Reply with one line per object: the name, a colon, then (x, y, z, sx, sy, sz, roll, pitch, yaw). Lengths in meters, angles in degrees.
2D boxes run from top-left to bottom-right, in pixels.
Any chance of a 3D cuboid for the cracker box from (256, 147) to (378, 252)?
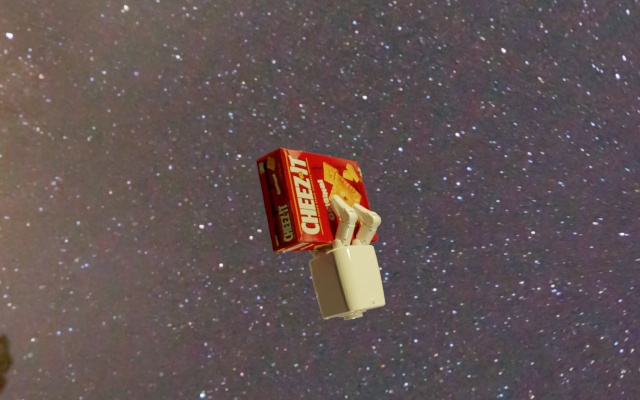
cracker box: (0.000, 0.003, 0.850, 0.072, 0.164, 0.214, -24, -19, 37)
